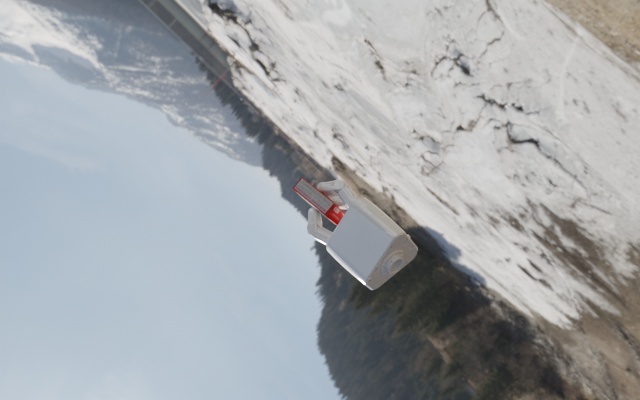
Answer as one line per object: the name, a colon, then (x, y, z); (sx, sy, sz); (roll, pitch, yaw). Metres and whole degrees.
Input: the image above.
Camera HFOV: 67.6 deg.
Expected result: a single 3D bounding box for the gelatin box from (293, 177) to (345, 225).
gelatin box: (0.000, 0.003, 0.868); (0.089, 0.030, 0.073); (38, -3, 27)
